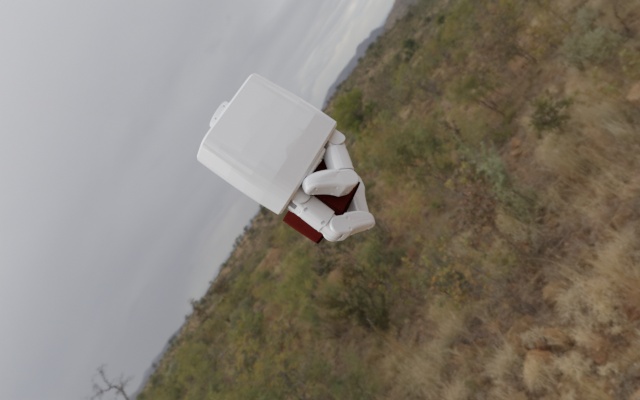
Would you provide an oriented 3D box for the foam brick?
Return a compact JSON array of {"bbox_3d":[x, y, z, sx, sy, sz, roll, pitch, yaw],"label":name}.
[{"bbox_3d":[0.000,0.002,0.543,0.051,0.053,0.078,32,-38,-5],"label":"foam brick"}]
